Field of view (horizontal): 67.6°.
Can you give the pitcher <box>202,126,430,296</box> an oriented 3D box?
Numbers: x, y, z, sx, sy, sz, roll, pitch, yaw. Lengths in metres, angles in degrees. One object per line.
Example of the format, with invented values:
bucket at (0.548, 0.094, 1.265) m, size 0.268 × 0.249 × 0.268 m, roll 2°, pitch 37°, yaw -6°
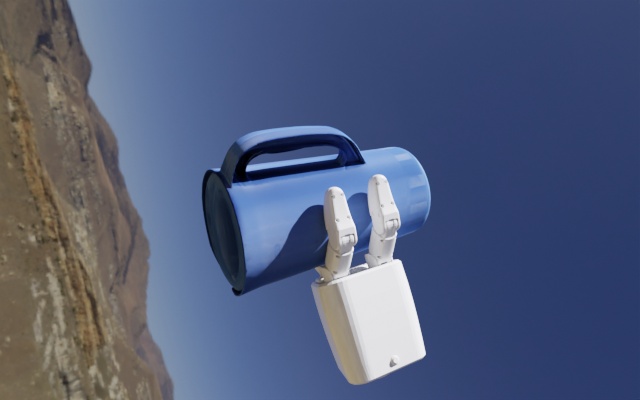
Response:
pitcher at (0.000, 0.002, 0.530) m, size 0.243 × 0.145 × 0.149 m, roll -13°, pitch -7°, yaw -26°
